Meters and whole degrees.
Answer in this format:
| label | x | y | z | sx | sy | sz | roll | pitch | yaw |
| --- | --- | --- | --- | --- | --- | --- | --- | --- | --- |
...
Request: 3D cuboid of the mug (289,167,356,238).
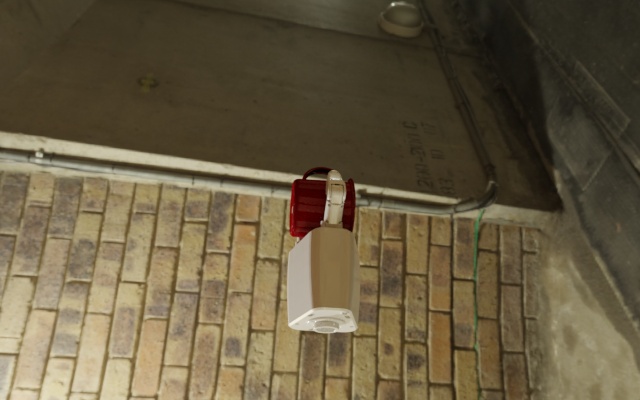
| label | x | y | z | sx | sy | sz | roll | pitch | yaw |
| --- | --- | --- | --- | --- | --- | --- | --- | --- | --- |
| mug | 0.000 | 0.001 | 0.668 | 0.081 | 0.117 | 0.093 | 4 | -30 | -7 |
